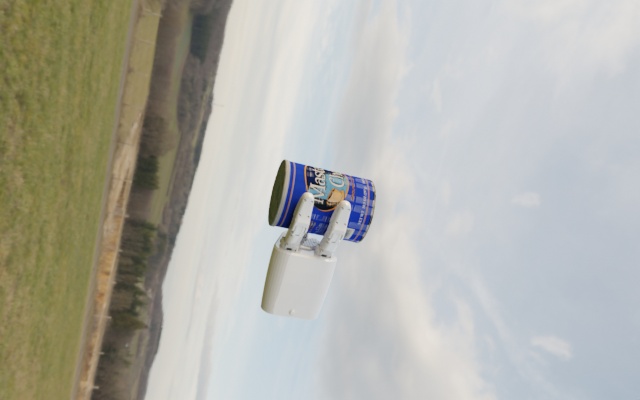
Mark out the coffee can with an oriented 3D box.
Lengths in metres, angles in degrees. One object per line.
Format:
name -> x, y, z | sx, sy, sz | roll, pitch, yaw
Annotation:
coffee can -> 0.000, 0.002, 0.732 | 0.140, 0.103, 0.103 | 12, -3, -14
